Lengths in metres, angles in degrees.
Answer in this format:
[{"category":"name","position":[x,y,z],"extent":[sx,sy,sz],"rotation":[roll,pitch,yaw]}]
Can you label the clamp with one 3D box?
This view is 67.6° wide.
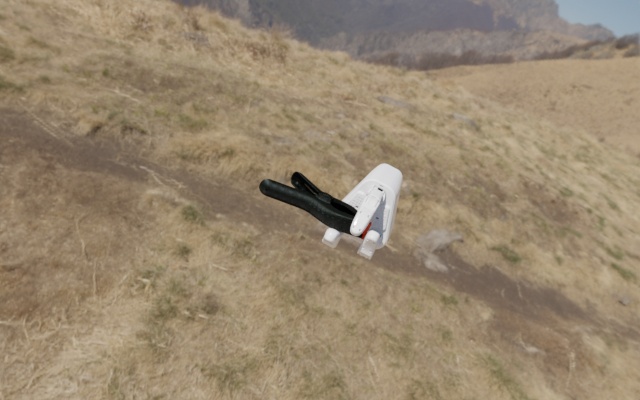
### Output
[{"category":"clamp","position":[0.000,0.002,0.733],"extent":[0.171,0.039,0.120],"rotation":[29,25,7]}]
